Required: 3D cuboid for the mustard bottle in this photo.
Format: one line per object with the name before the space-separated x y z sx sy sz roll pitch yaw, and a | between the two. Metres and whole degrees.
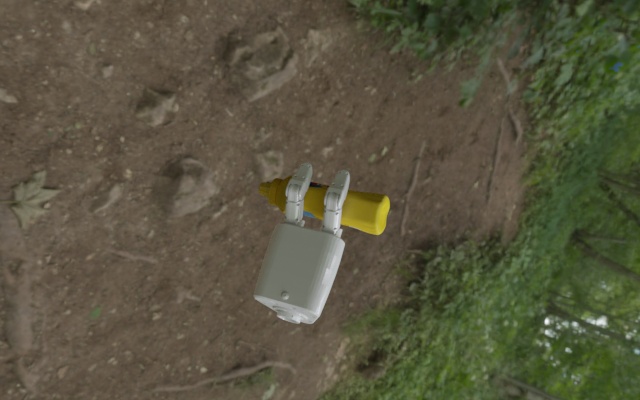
mustard bottle | 0.000 0.002 0.695 0.191 0.058 0.096 12 1 15
